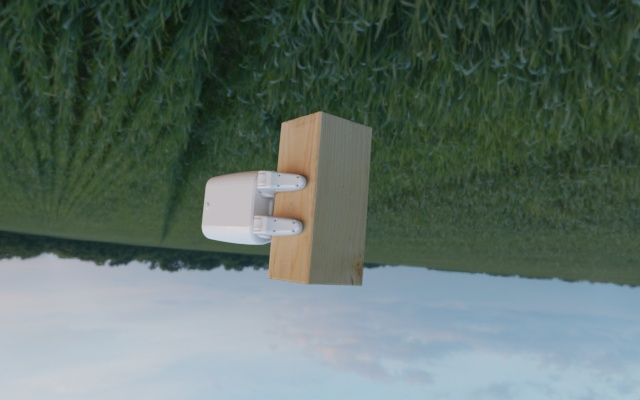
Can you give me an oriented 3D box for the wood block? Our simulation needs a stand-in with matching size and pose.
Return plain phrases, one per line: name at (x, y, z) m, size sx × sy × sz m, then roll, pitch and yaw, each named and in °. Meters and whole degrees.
wood block at (0.000, 0.002, 0.620) m, size 0.091 × 0.206 × 0.090 m, roll 10°, pitch -9°, yaw -38°
